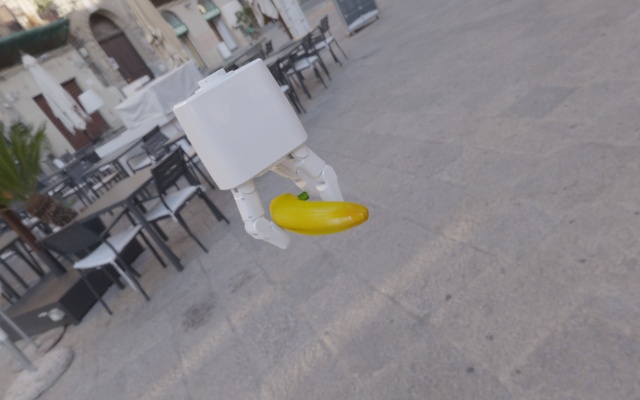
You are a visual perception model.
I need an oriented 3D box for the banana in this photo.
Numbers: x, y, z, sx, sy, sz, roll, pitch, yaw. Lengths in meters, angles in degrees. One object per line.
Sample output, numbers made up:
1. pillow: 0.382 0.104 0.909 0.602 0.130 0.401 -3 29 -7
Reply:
1. banana: -0.016 0.011 0.547 0.069 0.037 0.198 -32 18 -15
